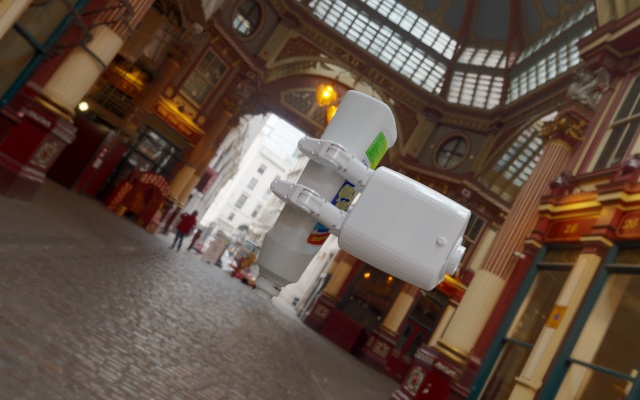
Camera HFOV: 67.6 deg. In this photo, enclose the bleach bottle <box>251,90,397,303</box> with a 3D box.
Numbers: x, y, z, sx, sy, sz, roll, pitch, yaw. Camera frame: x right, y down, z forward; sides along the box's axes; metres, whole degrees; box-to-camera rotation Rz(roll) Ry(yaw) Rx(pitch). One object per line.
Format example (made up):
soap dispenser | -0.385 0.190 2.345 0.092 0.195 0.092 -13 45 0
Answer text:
bleach bottle | 0.000 0.002 0.554 0.068 0.251 0.103 27 -10 19
